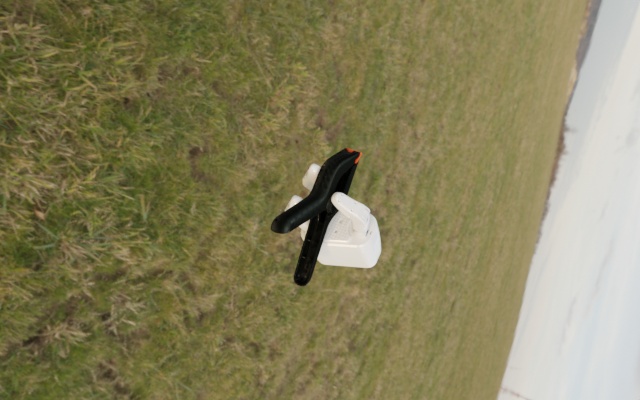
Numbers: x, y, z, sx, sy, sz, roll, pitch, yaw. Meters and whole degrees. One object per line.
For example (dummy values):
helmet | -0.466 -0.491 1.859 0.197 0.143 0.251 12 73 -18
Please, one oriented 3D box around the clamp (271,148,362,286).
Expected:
clamp | 0.001 0.002 0.666 0.036 0.210 0.165 20 -22 21
